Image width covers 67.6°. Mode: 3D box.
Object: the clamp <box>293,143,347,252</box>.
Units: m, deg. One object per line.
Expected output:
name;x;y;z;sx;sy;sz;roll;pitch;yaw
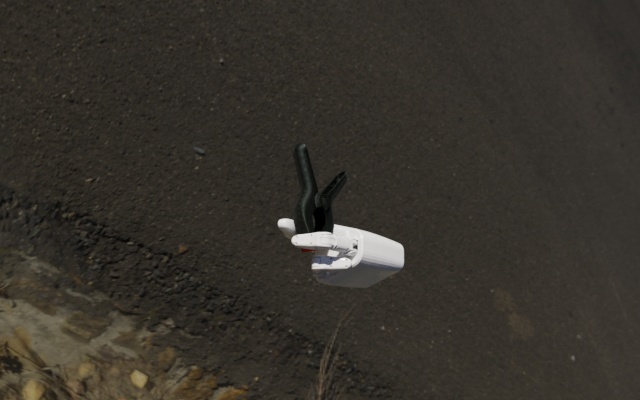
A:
clamp;0.000;0.003;0.767;0.120;0.171;0.039;17;-22;-38
